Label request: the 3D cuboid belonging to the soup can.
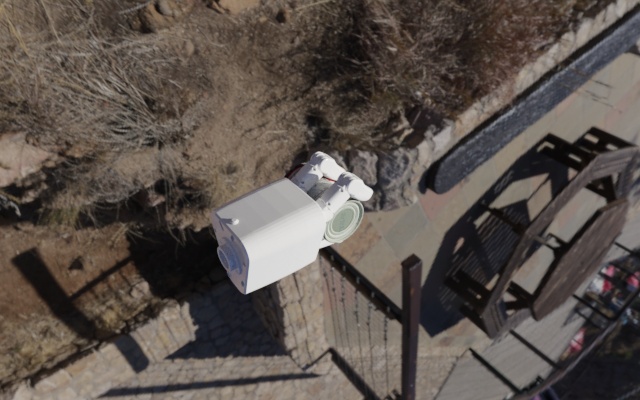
[{"bbox_3d":[0.001,0.002,0.639,0.068,0.068,0.102,0,30,-44],"label":"soup can"}]
